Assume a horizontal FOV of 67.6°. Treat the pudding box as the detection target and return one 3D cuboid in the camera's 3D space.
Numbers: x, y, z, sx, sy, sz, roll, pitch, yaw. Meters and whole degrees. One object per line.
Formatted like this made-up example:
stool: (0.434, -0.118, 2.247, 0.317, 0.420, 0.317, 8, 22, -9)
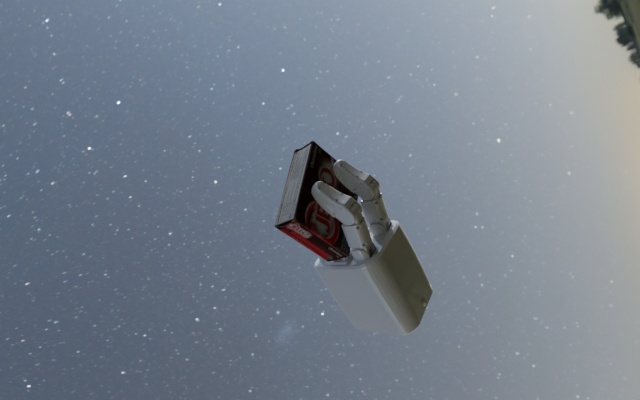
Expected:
pudding box: (0.000, 0.002, 0.557, 0.039, 0.113, 0.090, -22, -45, 37)
